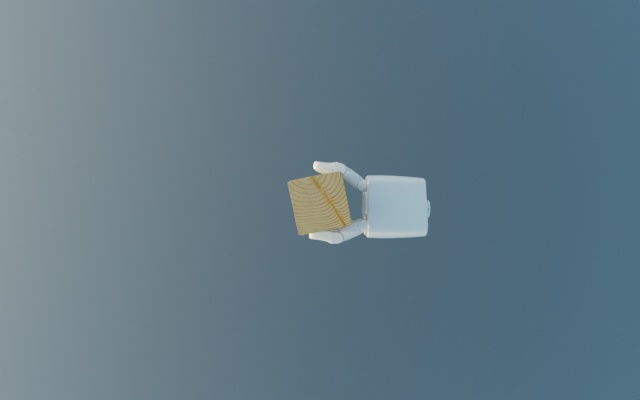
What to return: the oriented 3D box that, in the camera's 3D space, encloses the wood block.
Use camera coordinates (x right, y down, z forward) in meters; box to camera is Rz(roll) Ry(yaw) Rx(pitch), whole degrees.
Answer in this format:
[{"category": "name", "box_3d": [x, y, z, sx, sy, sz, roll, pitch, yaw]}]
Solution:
[{"category": "wood block", "box_3d": [0.000, 0.002, 0.859, 0.090, 0.091, 0.206, -11, 0, 1]}]
